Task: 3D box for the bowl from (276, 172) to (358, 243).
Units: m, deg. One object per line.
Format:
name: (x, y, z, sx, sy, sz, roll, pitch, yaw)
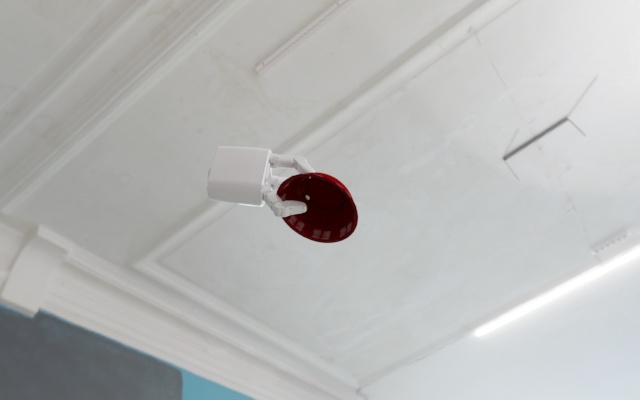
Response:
bowl: (0.001, 0.003, 0.899, 0.162, 0.162, 0.055, 0, 36, 24)
